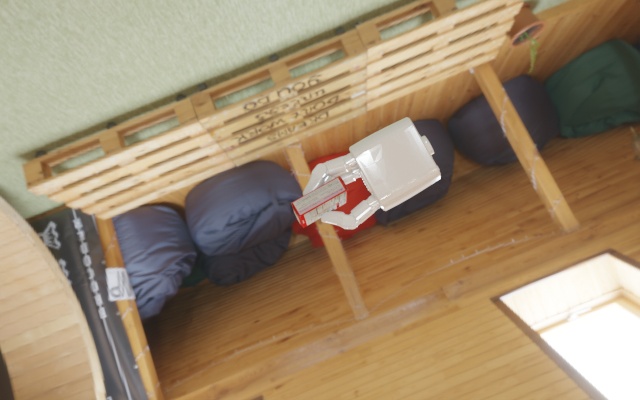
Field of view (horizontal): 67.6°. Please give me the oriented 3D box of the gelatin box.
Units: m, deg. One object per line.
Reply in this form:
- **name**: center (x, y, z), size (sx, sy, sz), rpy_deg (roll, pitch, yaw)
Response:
- **gelatin box**: center (0.000, 0.003, 0.764), size (0.089, 0.030, 0.073), rpy_deg (-30, -15, -6)
